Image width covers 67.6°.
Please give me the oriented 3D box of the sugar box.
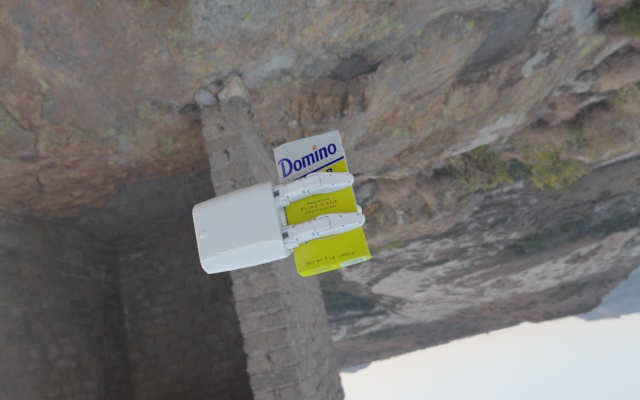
[{"bbox_3d":[0.000,0.002,0.625,0.093,0.176,0.048,-15,-16,5],"label":"sugar box"}]
